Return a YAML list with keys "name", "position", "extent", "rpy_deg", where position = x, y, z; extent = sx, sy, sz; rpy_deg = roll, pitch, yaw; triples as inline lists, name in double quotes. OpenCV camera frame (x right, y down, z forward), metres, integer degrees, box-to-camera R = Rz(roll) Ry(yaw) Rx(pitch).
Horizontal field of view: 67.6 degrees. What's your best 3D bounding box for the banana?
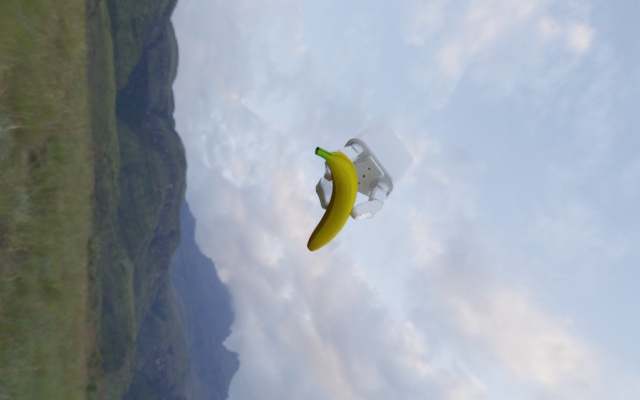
- name: "banana"
  position: [0.019, 0.000, 0.717]
  extent: [0.069, 0.198, 0.037]
  rpy_deg: [2, 38, -4]
